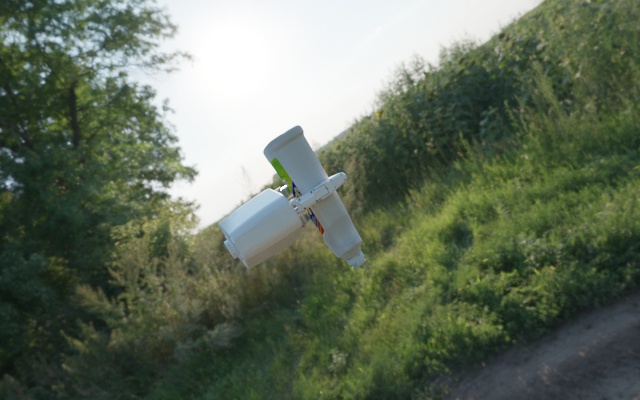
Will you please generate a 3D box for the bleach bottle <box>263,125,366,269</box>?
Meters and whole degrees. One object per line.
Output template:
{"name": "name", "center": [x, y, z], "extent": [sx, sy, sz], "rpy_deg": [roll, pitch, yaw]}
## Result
{"name": "bleach bottle", "center": [0.000, 0.003, 0.794], "extent": [0.068, 0.251, 0.102], "rpy_deg": [-34, 4, -14]}
